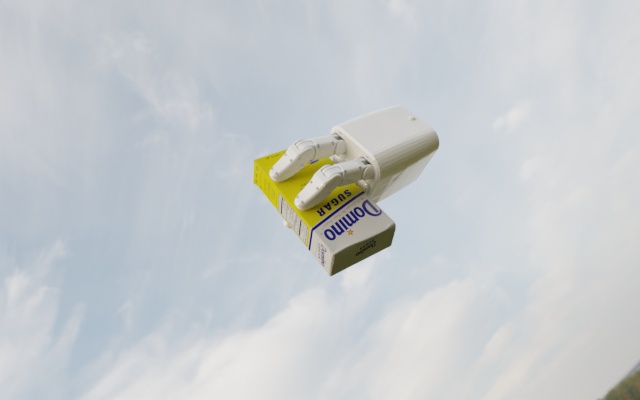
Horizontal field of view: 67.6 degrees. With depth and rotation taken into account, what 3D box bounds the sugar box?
[{"bbox_3d":[0.000,0.001,0.579,0.093,0.048,0.176,-23,50,-28],"label":"sugar box"}]
